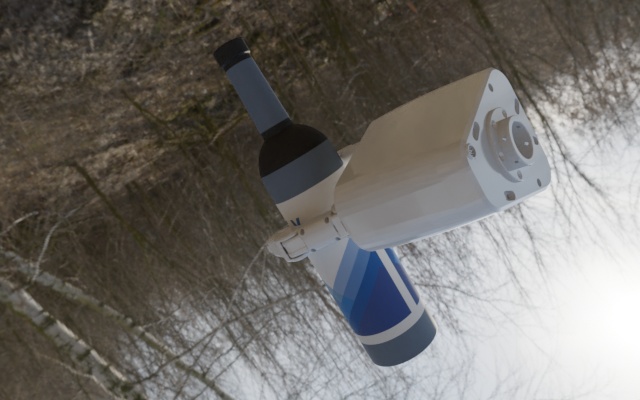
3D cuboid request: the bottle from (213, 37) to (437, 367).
[{"bbox_3d":[0.000,0.002,0.404,0.069,0.296,0.069,-30,9,5],"label":"bottle"}]
